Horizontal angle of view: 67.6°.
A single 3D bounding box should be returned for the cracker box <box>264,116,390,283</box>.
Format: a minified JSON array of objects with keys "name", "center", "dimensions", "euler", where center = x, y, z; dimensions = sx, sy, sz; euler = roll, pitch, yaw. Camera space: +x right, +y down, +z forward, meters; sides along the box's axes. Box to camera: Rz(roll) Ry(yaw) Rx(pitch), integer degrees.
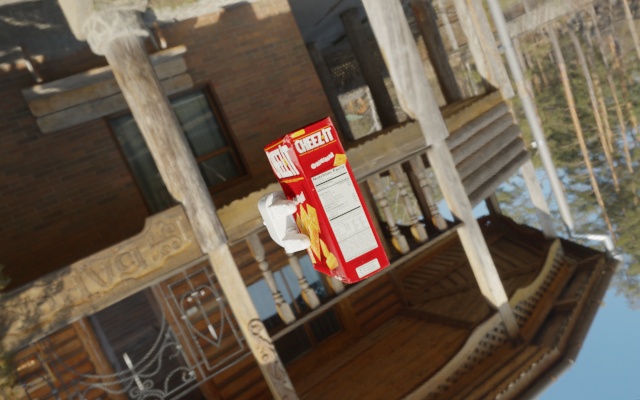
[{"name":"cracker box","center":[0.000,0.002,0.685],"dimensions":[0.072,0.214,0.164],"euler":[-25,7,-16]}]
